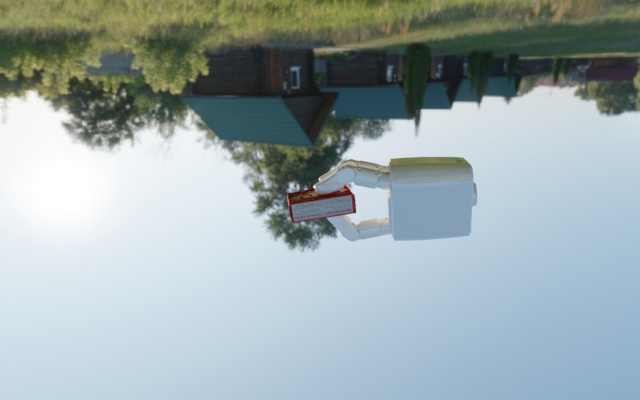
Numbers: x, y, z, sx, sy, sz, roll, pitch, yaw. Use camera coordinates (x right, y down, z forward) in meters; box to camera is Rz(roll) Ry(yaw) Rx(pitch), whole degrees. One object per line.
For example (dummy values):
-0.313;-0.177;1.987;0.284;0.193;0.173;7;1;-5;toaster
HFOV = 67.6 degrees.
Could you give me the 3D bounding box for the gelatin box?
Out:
0.000;0.003;0.661;0.089;0.030;0.073;-10;13;-4;gelatin box
